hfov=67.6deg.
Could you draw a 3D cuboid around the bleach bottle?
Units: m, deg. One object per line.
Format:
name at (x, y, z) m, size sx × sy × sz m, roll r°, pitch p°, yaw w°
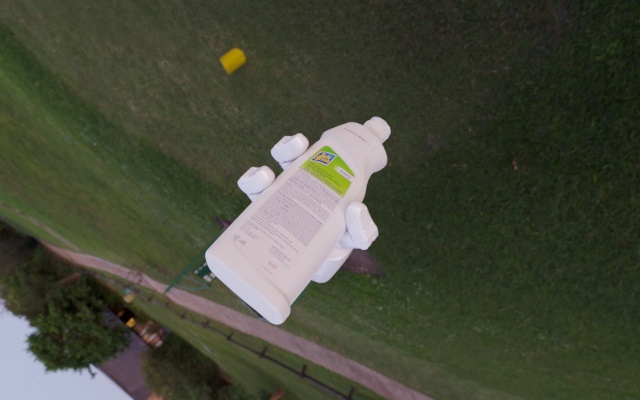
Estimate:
bleach bottle at (0.000, 0.002, 0.508) m, size 0.102 × 0.250 × 0.068 m, roll 38°, pitch -25°, yaw 10°
